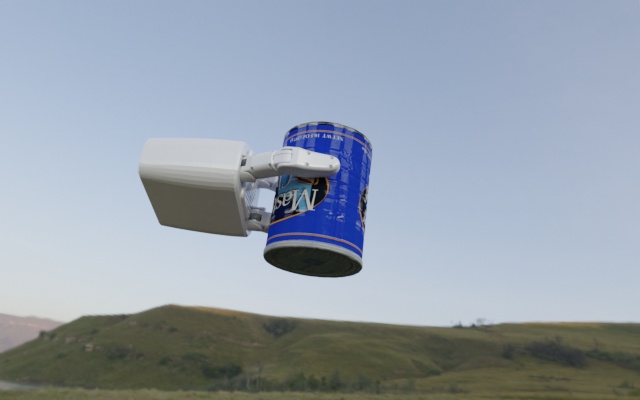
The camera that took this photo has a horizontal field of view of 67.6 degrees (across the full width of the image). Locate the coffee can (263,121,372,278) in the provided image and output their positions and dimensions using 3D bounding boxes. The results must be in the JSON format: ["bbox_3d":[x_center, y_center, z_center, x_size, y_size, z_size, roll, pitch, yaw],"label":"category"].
[{"bbox_3d":[0.000,0.002,0.516,0.103,0.140,0.103,6,-24,3],"label":"coffee can"}]
